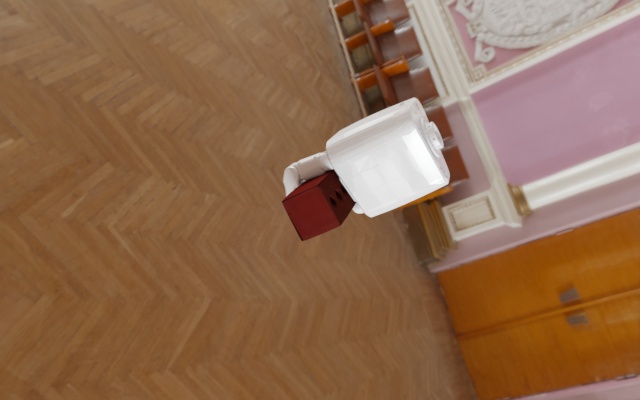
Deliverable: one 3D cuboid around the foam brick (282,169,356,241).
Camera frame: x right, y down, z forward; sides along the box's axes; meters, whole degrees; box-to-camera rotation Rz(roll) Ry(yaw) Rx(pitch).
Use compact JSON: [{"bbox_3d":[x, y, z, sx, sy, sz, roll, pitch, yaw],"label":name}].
[{"bbox_3d":[0.000,0.002,0.552,0.051,0.053,0.078,-23,12,25],"label":"foam brick"}]
